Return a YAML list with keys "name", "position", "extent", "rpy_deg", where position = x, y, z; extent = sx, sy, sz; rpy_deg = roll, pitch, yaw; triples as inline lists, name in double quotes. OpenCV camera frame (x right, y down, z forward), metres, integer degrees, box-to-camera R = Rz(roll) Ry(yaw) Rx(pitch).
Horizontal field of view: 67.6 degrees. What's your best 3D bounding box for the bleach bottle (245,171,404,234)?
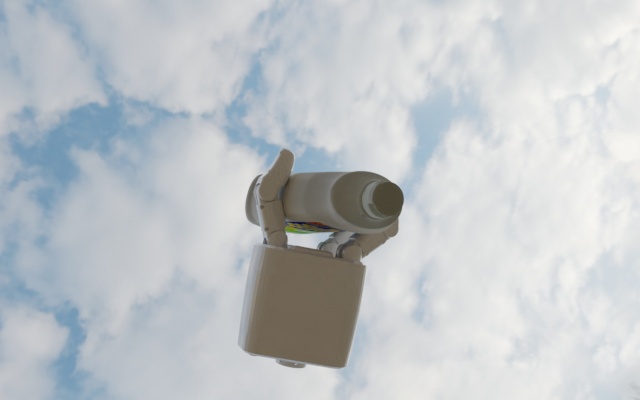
- name: "bleach bottle"
  position: [0.000, 0.002, 0.492]
  extent: [0.102, 0.068, 0.251]
  rpy_deg: [14, -7, -21]
